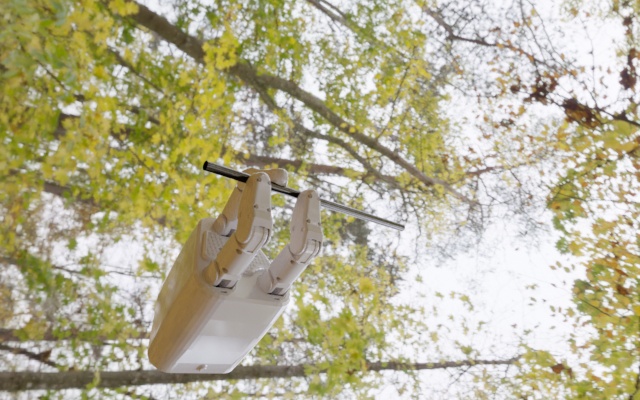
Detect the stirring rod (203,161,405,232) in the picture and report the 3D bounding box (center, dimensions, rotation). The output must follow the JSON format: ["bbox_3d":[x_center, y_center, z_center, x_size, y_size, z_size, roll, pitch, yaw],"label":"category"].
[{"bbox_3d":[0.000,0.001,0.444,0.239,0.011,0.011,18,-11,-39],"label":"stirring rod"}]
